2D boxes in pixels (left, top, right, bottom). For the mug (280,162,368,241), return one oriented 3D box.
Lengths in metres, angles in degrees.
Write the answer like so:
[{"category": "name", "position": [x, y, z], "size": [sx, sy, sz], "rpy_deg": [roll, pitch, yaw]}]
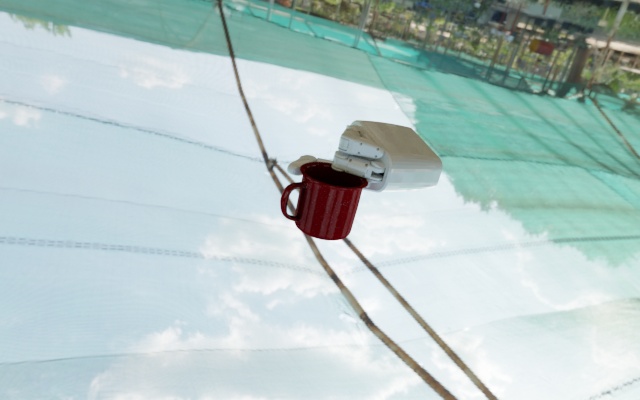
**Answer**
[{"category": "mug", "position": [-0.001, 0.002, 0.642], "size": [0.117, 0.081, 0.093], "rpy_deg": [-2, 27, -33]}]
